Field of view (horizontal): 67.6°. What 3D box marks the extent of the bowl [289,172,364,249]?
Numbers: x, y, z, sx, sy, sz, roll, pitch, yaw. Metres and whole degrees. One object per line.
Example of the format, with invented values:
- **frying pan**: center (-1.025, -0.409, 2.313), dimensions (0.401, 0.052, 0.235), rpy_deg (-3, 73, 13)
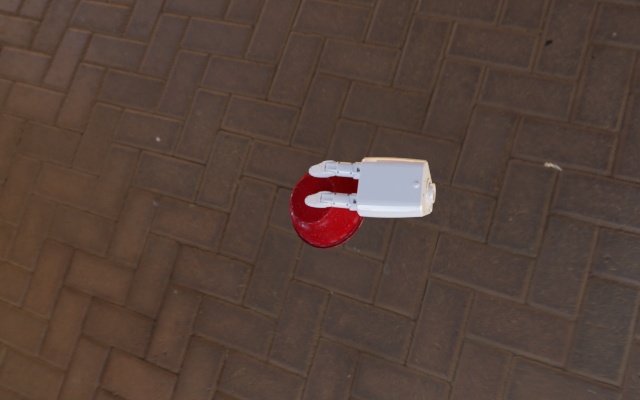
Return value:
- **bowl**: center (-0.001, 0.003, 0.860), dimensions (0.162, 0.162, 0.055), rpy_deg (0, -15, 32)
